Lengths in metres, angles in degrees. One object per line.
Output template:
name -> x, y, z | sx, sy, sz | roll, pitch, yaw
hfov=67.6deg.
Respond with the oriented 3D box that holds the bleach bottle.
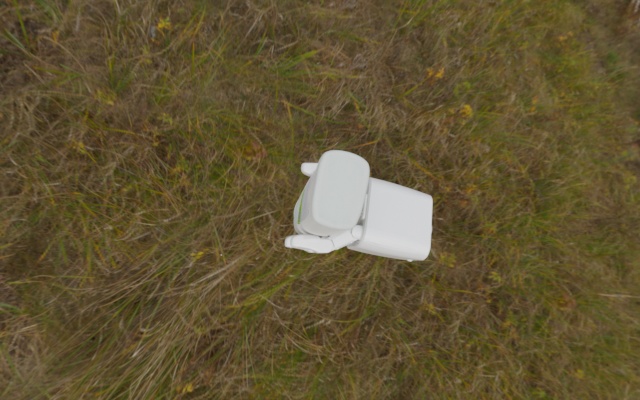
bleach bottle -> 0.000, 0.002, 0.706 | 0.068, 0.102, 0.251 | 14, -9, -10
